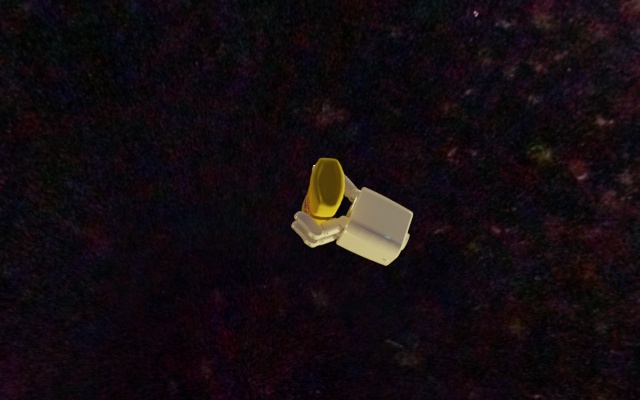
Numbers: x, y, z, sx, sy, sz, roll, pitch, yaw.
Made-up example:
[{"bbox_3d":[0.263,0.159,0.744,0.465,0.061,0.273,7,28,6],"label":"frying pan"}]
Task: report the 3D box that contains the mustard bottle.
[{"bbox_3d":[0.000,0.003,0.882,0.058,0.096,0.192,3,-21,-7],"label":"mustard bottle"}]
